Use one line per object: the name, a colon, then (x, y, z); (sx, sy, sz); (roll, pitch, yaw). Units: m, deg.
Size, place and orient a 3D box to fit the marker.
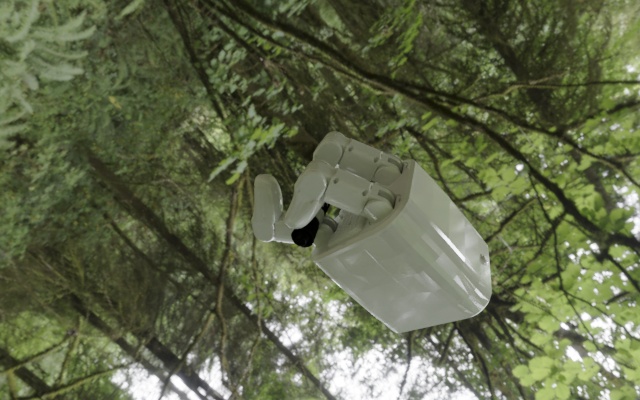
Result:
marker: (0.000, 0.001, 0.416); (0.020, 0.020, 0.121); (0, 31, 17)
